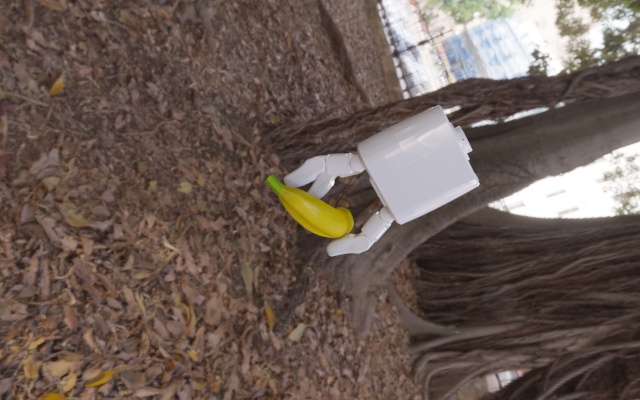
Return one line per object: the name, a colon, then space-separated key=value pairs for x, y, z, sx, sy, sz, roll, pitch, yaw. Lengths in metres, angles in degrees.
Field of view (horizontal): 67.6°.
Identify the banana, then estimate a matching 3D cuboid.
banana: x=0.006 y=0.016 z=0.601 sx=0.037 sy=0.069 sz=0.198 roll=-33 pitch=-27 yaw=15
